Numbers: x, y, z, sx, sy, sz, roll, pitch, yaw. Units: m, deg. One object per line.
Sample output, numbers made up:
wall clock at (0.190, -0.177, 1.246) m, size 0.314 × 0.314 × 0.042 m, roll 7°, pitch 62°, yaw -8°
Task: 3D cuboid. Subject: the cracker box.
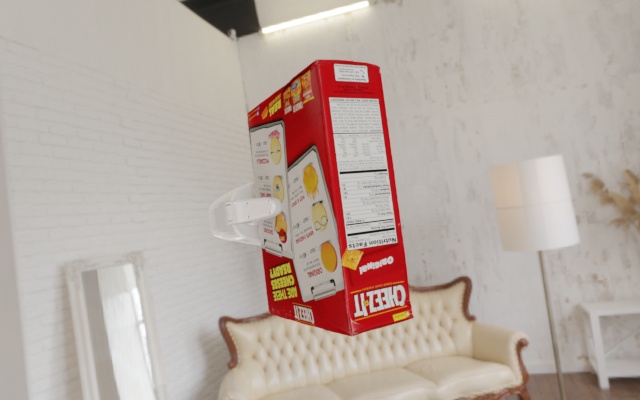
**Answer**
cracker box at (0.000, 0.001, 0.442) m, size 0.072 × 0.213 × 0.164 m, roll -6°, pitch -3°, yaw -29°
